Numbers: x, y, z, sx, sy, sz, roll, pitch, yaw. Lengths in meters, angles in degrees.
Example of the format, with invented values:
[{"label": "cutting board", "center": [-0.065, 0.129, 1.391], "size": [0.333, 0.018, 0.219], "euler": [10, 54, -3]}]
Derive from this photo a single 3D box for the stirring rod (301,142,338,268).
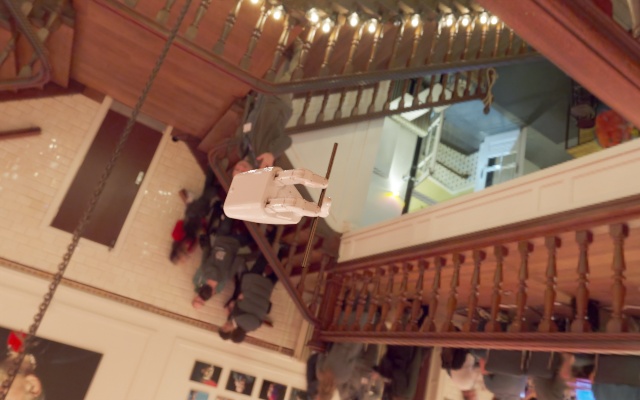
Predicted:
[{"label": "stirring rod", "center": [0.000, 0.003, 0.832], "size": [0.011, 0.239, 0.011], "euler": [13, -22, 5]}]
